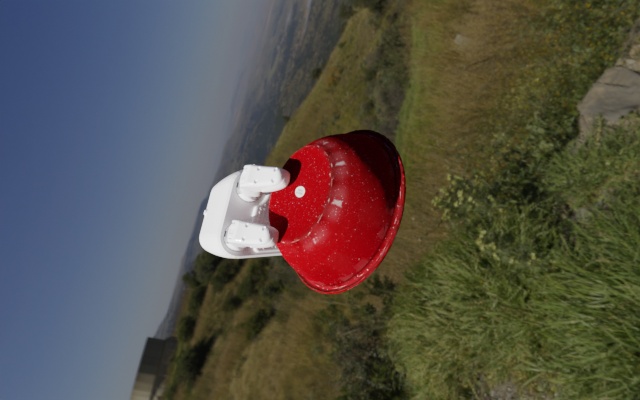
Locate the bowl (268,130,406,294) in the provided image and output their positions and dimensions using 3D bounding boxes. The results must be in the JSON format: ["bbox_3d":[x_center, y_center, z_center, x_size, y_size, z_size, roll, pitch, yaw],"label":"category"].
[{"bbox_3d":[0.001,0.001,0.440,0.055,0.162,0.162,20,-13,-36],"label":"bowl"}]
